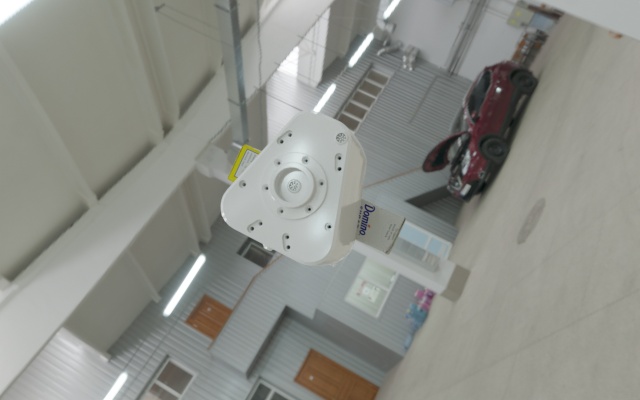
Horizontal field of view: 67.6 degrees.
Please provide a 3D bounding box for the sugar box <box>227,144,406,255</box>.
[{"bbox_3d":[0.000,0.002,0.501,0.176,0.048,0.093,27,0,10],"label":"sugar box"}]
